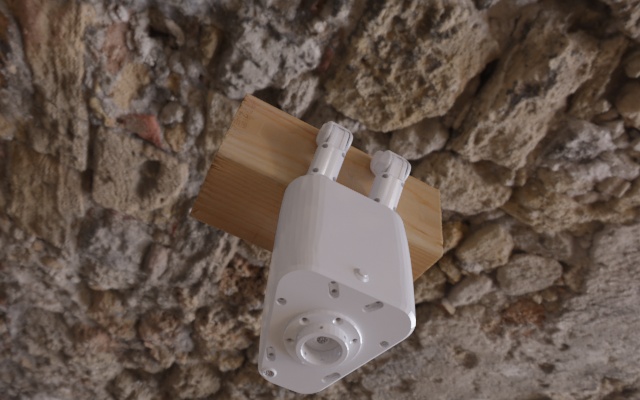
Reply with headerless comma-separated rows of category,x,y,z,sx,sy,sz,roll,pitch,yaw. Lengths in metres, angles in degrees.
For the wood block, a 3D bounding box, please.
wood block,0.000,0.002,0.443,0.206,0.090,0.091,26,-49,-12
